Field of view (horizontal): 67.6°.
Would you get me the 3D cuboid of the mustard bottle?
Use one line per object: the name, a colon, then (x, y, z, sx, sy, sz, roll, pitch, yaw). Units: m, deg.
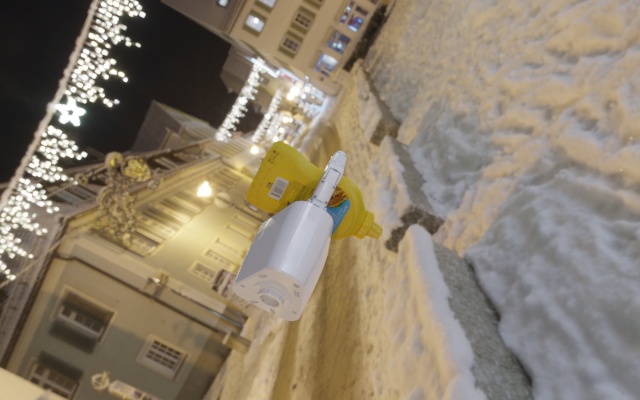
mustard bottle: (0.000, 0.002, 0.663, 0.191, 0.096, 0.058, 28, 25, -5)
